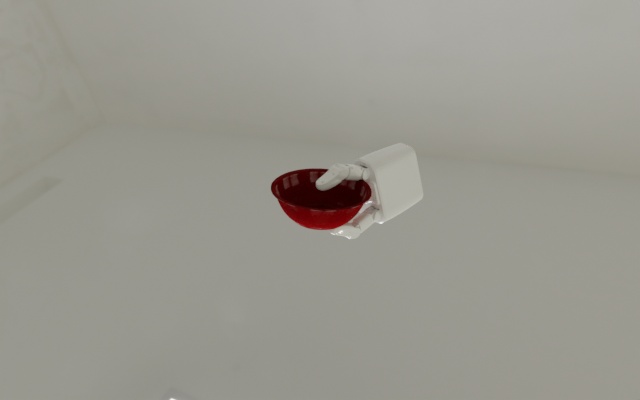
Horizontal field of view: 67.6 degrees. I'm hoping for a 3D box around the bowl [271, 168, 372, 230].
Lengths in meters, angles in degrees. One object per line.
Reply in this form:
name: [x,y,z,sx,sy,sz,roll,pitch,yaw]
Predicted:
bowl: [-0.001,0.003,0.774,0.162,0.055,0.162,3,26,-1]
